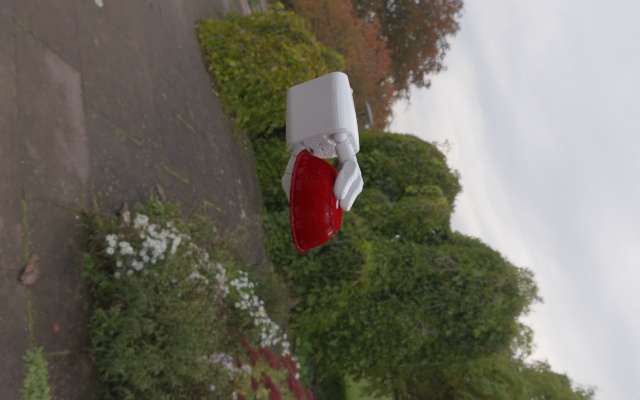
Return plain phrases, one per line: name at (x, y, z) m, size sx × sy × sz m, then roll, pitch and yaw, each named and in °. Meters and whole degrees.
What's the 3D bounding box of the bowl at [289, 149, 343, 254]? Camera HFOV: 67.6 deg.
bowl at (0.000, 0.004, 0.732) m, size 0.055 × 0.162 × 0.162 m, roll 2°, pitch 0°, yaw 13°
